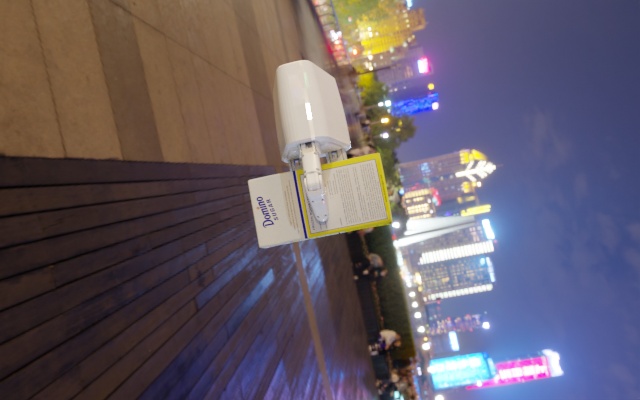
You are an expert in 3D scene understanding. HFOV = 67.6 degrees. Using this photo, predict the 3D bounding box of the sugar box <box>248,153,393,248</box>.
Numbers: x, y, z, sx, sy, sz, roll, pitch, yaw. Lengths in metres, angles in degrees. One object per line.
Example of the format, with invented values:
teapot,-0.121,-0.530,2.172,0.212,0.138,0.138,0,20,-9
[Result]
sugar box,0.000,0.002,0.629,0.176,0.093,0.048,-11,-6,8
